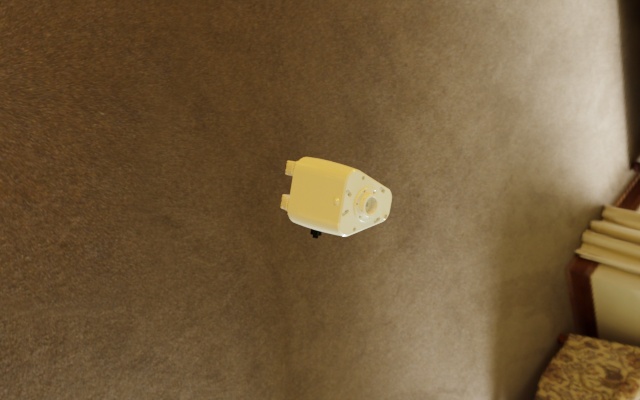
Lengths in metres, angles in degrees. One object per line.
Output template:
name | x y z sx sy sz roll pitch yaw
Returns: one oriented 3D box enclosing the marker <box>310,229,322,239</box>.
marker | 0.000 0.003 0.783 0.020 0.121 0.020 8 7 -1
